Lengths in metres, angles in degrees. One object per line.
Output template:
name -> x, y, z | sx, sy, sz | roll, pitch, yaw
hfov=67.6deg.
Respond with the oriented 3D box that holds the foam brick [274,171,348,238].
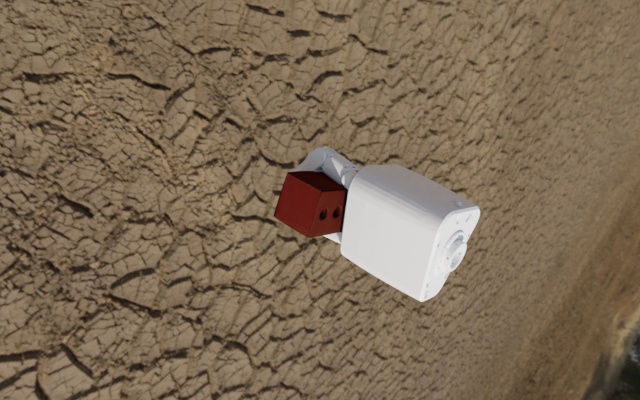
foam brick -> 0.000, 0.002, 0.508 | 0.051, 0.053, 0.078 | 31, 23, 33
